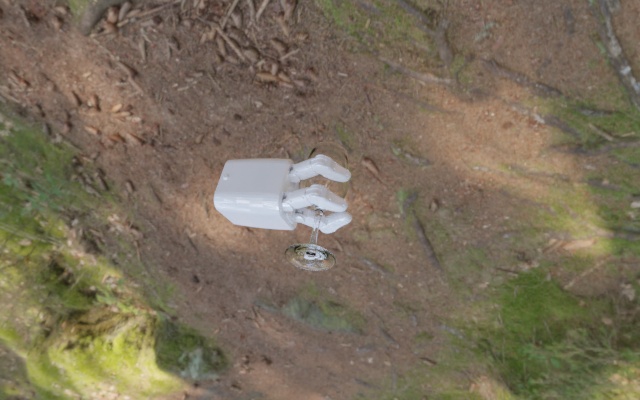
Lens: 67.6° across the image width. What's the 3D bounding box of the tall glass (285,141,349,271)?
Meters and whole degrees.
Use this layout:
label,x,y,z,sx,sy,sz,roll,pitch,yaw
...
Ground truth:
label,x,y,z,sx,sy,sz,roll,pitch,yaw
tall glass,0.000,0.003,0.737,0.079,0.201,0.079,7,-35,5
